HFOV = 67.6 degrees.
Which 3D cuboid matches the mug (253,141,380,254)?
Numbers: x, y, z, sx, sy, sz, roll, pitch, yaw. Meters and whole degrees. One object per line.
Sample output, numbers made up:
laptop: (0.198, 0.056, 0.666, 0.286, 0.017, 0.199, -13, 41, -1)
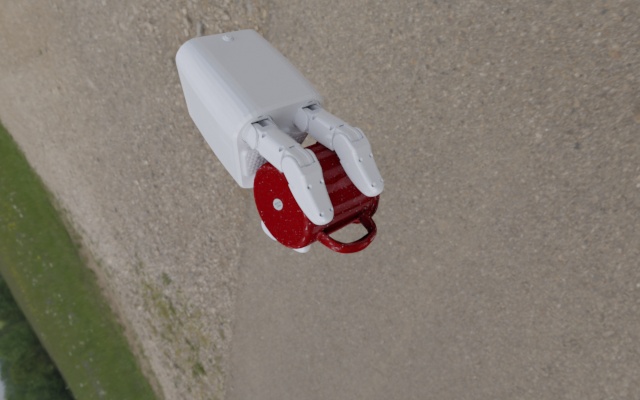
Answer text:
mug: (0.001, 0.003, 0.431, 0.081, 0.117, 0.093, -25, -26, -34)
